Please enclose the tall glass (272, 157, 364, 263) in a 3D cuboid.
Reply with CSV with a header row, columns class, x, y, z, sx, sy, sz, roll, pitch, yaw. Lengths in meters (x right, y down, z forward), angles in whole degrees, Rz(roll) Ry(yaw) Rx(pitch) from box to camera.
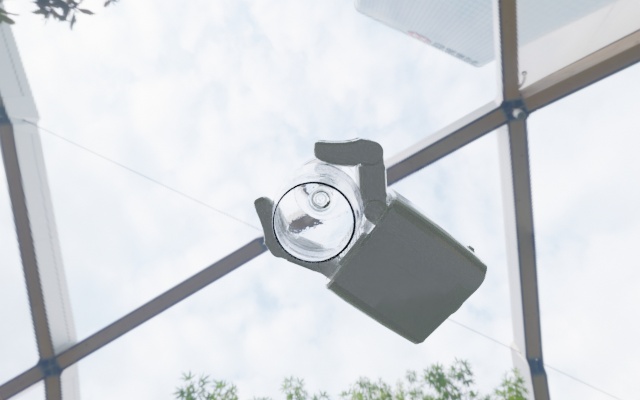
class,x,y,z,sx,sy,sz,roll,pitch,yaw
tall glass,0.000,0.001,0.447,0.079,0.079,0.201,0,9,3
